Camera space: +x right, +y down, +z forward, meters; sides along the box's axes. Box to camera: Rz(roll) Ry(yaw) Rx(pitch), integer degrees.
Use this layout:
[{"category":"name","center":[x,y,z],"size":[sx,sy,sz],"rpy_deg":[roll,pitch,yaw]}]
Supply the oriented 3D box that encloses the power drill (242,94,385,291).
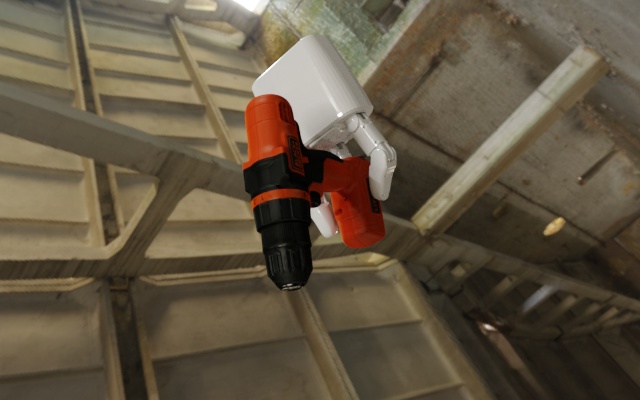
[{"category":"power drill","center":[0.000,0.001,0.485],"size":[0.057,0.184,0.188],"rpy_deg":[-17,-20,28]}]
